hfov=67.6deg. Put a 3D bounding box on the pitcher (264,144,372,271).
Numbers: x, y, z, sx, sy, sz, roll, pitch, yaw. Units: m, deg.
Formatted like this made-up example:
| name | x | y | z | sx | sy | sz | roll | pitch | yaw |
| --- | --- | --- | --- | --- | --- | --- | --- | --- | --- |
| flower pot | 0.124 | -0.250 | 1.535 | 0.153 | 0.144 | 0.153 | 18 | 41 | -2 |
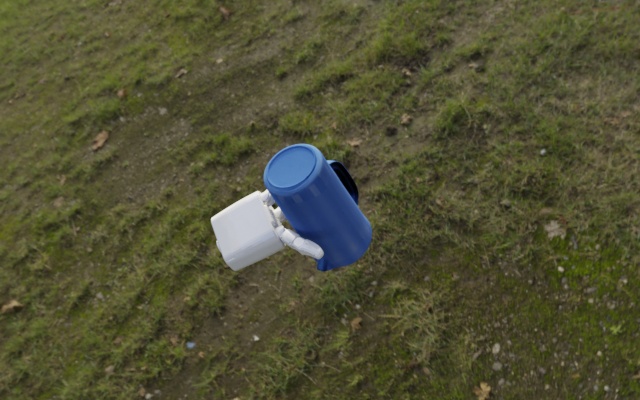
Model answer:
| name | x | y | z | sx | sy | sz | roll | pitch | yaw |
| --- | --- | --- | --- | --- | --- | --- | --- | --- | --- |
| pitcher | 0.000 | 0.003 | 0.871 | 0.145 | 0.149 | 0.243 | -28 | -42 | 4 |
